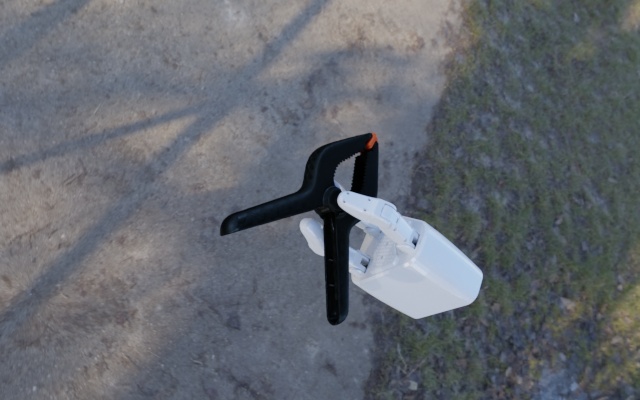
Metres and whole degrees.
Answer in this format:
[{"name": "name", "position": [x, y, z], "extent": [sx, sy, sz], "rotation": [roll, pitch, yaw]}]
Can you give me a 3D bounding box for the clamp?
[{"name": "clamp", "position": [0.001, 0.001, 0.503], "extent": [0.164, 0.210, 0.036], "rotation": [37, -26, -25]}]
